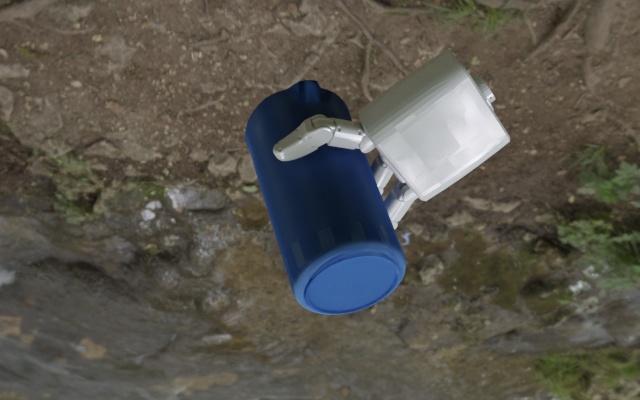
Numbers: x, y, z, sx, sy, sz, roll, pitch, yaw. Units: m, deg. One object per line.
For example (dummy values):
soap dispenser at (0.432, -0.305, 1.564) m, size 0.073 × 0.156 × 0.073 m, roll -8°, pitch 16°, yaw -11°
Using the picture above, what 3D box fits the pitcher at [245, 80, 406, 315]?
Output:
pitcher at (0.000, 0.002, 0.519) m, size 0.145 × 0.242 × 0.149 m, roll -35°, pitch -46°, yaw 17°
